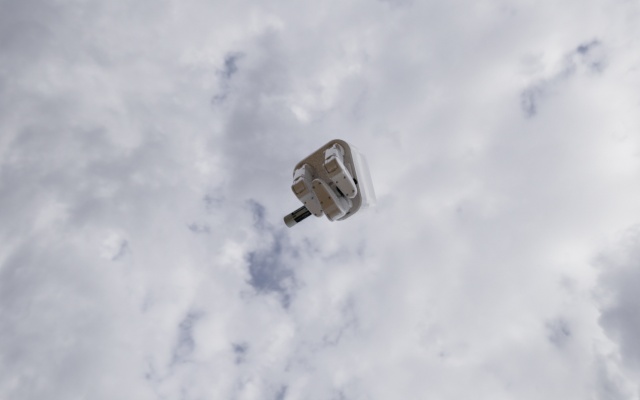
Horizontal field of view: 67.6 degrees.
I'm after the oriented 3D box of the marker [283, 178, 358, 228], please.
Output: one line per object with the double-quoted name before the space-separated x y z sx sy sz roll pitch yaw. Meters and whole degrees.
"marker" 0.000 0.002 0.680 0.121 0.020 0.020 -31 -11 18
